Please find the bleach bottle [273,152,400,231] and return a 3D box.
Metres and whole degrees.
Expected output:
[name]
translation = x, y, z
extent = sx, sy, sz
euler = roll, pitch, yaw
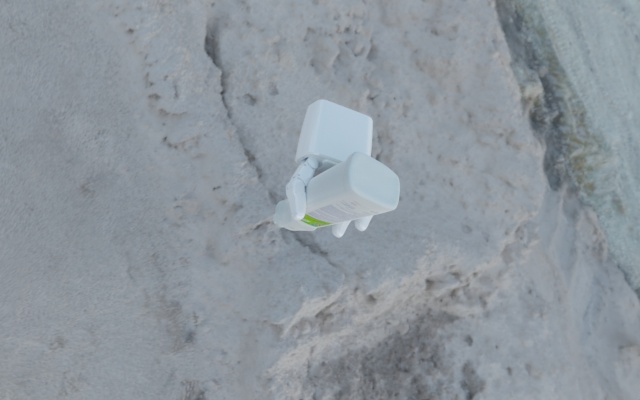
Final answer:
[bleach bottle]
translation = 0.000, 0.003, 0.748
extent = 0.102, 0.068, 0.251
euler = 25, -28, -32
